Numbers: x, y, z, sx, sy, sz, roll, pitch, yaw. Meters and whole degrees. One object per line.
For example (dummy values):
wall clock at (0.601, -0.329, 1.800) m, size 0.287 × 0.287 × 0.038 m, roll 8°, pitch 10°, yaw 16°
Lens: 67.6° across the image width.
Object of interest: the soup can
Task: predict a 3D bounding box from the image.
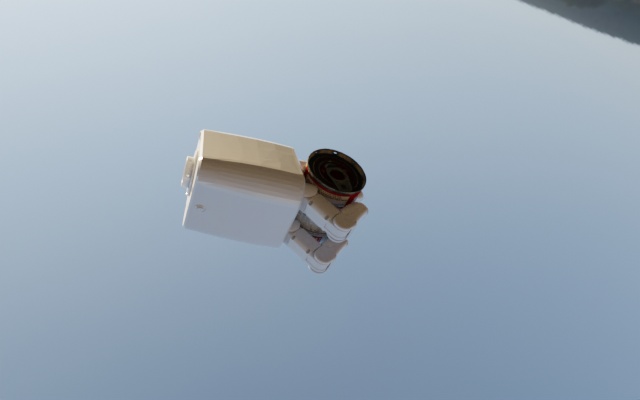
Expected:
soup can at (0.000, 0.002, 0.540) m, size 0.068 × 0.068 × 0.102 m, roll 0°, pitch -43°, yaw -29°
